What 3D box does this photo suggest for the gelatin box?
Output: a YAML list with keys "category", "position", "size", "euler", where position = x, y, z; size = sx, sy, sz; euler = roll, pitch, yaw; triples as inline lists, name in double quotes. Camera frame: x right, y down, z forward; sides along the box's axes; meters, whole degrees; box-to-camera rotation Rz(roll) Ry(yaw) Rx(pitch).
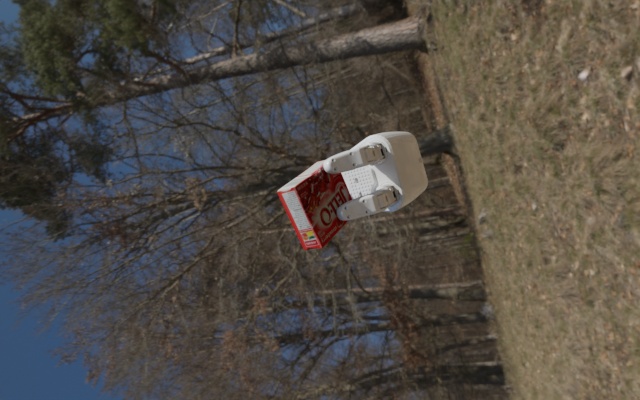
- category: "gelatin box"
  position: [0.000, 0.002, 0.532]
  size: [0.030, 0.073, 0.089]
  euler: [-12, 18, 38]
